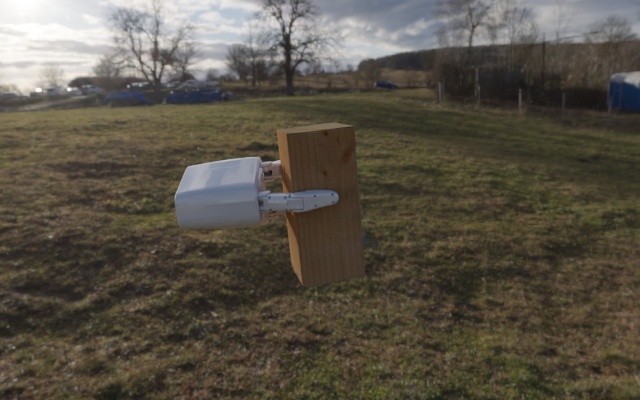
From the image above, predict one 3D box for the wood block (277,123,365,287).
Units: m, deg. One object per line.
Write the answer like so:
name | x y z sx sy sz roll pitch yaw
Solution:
wood block | 0.000 0.002 0.663 0.090 0.206 0.091 -9 14 -12
